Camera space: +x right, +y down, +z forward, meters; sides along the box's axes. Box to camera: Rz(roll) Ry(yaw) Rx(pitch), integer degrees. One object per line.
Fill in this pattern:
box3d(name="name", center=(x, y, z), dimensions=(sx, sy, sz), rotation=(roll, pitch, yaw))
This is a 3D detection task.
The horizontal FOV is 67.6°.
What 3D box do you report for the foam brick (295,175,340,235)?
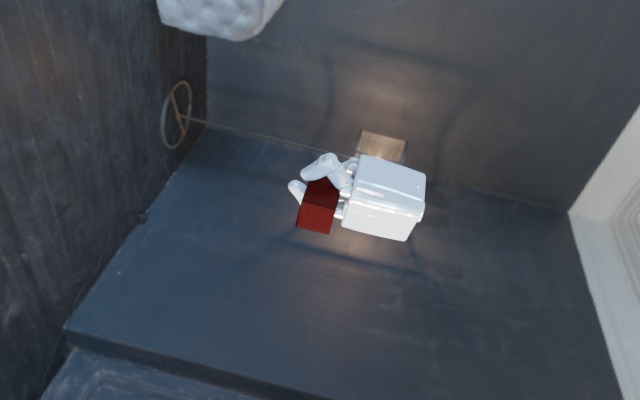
box3d(name="foam brick", center=(0.000, 0.003, 0.706), dimensions=(0.051, 0.053, 0.078), rotation=(17, 42, 1))
